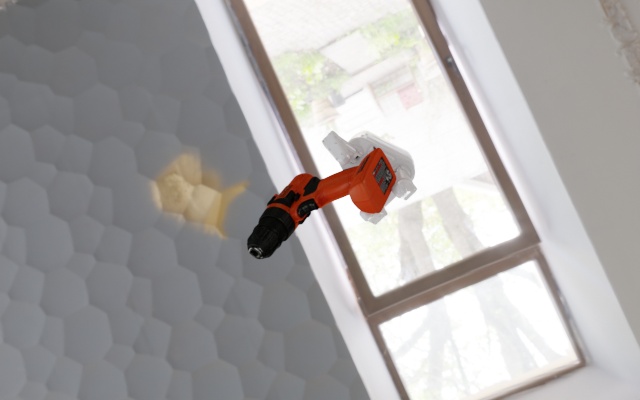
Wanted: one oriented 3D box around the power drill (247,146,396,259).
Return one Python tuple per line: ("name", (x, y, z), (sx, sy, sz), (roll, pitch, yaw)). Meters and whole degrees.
("power drill", (0.001, 0.002, 0.656), (0.188, 0.057, 0.184), (-16, 26, 33))
